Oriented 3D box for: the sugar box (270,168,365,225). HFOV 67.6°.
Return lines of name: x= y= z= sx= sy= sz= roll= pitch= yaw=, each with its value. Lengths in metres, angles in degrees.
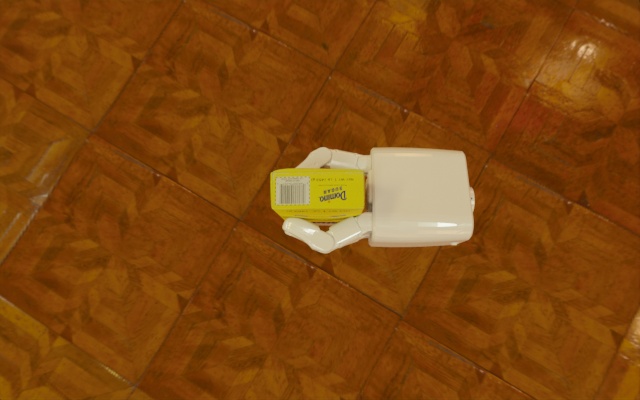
sugar box: x=0.000 y=0.002 z=0.548 sx=0.093 sy=0.048 sz=0.176 roll=0 pitch=-10 yaw=3
